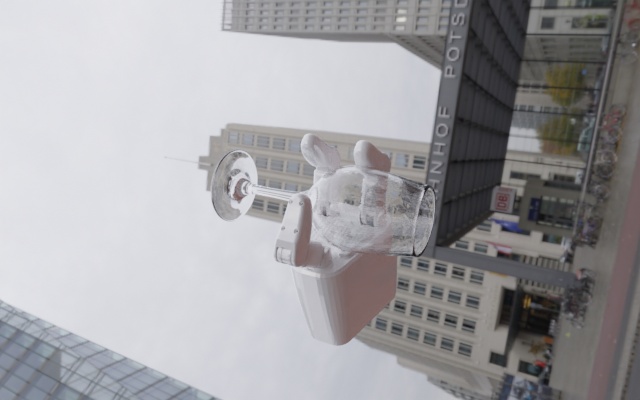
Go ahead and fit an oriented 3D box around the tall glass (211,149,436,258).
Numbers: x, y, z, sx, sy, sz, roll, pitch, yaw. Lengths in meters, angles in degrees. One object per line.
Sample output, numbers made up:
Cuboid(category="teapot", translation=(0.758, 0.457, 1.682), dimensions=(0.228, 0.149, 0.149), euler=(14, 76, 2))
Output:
Cuboid(category="tall glass", translation=(-0.001, 0.001, 0.444), dimensions=(0.201, 0.079, 0.079), euler=(10, 5, 27))
